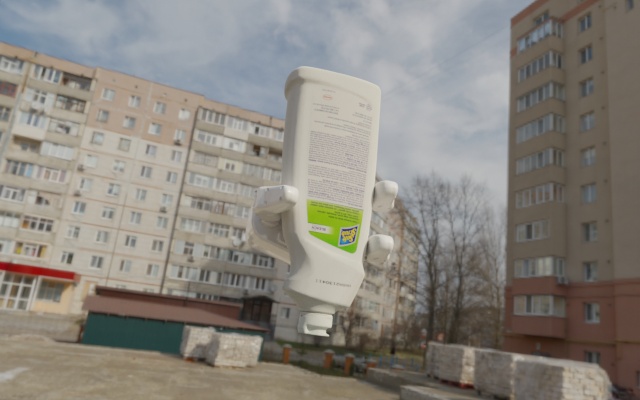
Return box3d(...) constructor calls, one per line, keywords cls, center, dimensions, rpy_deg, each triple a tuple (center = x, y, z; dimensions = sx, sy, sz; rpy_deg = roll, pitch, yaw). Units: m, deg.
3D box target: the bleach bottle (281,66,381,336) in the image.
box3d(cls="bleach bottle", center=(0.000, 0.001, 0.468), dimensions=(0.102, 0.250, 0.068), rpy_deg=(10, -15, -12))
